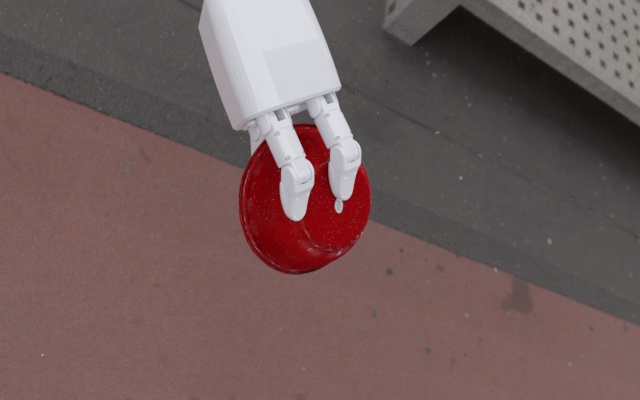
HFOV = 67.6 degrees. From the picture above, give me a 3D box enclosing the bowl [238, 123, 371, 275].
[{"bbox_3d":[0.001,0.003,0.488,0.162,0.162,0.055,0,6,-39],"label":"bowl"}]
